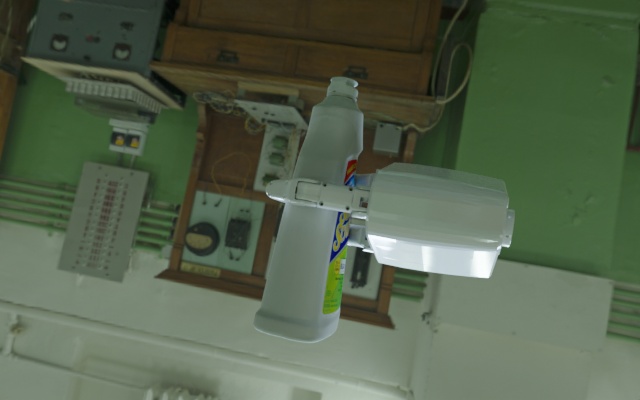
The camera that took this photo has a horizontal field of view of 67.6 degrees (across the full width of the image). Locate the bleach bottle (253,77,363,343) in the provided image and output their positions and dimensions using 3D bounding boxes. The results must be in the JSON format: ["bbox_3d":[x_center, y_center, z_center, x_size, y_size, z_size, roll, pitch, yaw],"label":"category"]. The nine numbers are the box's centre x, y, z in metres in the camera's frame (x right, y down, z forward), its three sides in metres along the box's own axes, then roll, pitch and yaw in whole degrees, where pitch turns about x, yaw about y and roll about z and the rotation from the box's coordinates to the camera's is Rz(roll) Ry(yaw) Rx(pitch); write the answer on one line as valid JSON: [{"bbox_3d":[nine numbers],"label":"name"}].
[{"bbox_3d":[0.000,0.002,0.467,0.068,0.251,0.102,9,-4,17],"label":"bleach bottle"}]
